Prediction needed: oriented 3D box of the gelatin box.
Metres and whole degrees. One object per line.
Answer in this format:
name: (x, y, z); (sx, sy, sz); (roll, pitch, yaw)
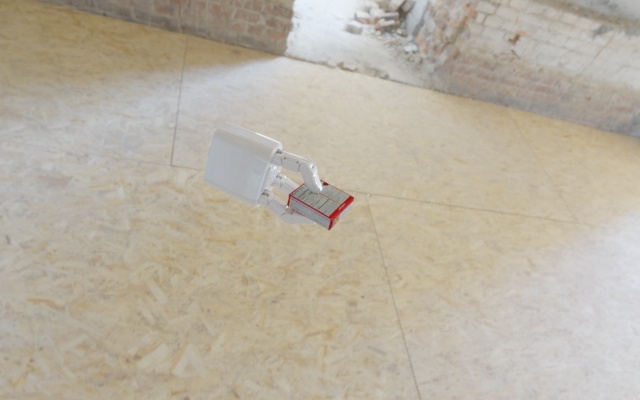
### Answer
gelatin box: (0.000, 0.002, 0.803); (0.089, 0.030, 0.073); (29, 43, 19)
